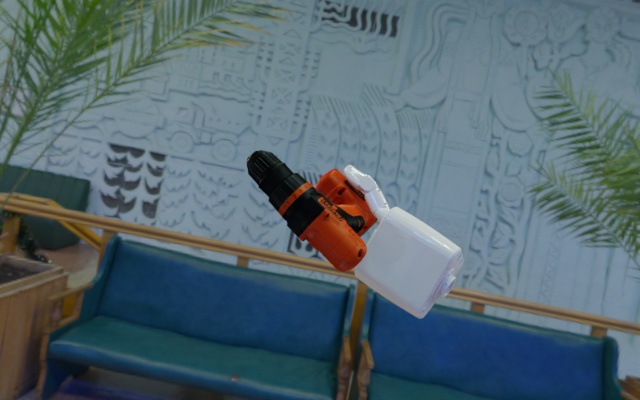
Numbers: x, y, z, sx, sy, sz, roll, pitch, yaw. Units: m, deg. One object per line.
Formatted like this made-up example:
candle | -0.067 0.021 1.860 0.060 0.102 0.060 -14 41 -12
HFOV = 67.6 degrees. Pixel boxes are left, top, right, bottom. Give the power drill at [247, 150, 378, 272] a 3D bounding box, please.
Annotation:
power drill | 0.000 0.002 0.635 0.057 0.184 0.187 -45 -8 19
